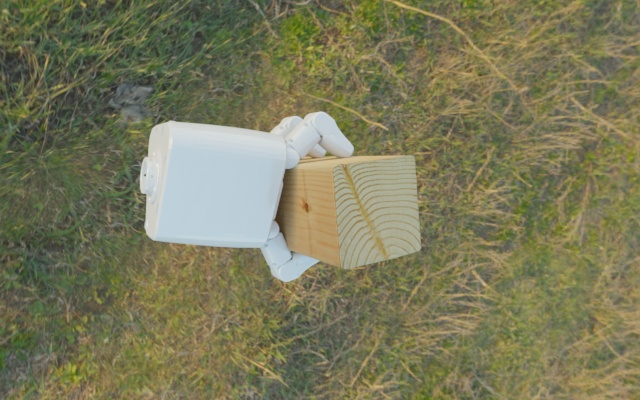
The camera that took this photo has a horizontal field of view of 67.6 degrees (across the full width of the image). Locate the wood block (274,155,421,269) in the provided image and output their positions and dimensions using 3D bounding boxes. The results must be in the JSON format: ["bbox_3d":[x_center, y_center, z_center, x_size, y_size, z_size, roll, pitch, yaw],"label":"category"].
[{"bbox_3d":[0.000,0.002,0.501,0.090,0.091,0.206,-10,9,-29],"label":"wood block"}]
